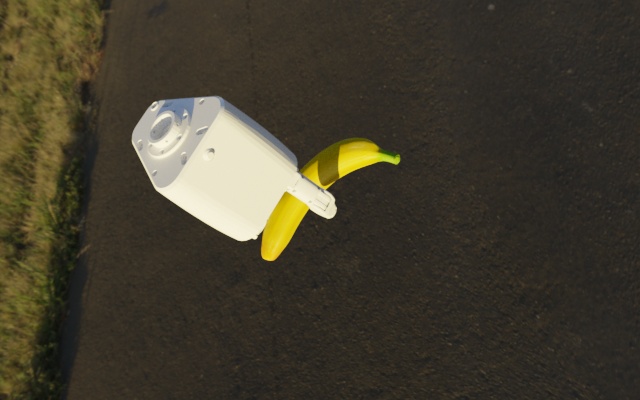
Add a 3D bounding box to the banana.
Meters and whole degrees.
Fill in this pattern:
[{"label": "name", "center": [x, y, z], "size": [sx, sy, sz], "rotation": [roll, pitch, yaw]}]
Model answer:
[{"label": "banana", "center": [-0.005, -0.013, 0.559], "size": [0.198, 0.069, 0.037], "rotation": [-39, -40, 10]}]
